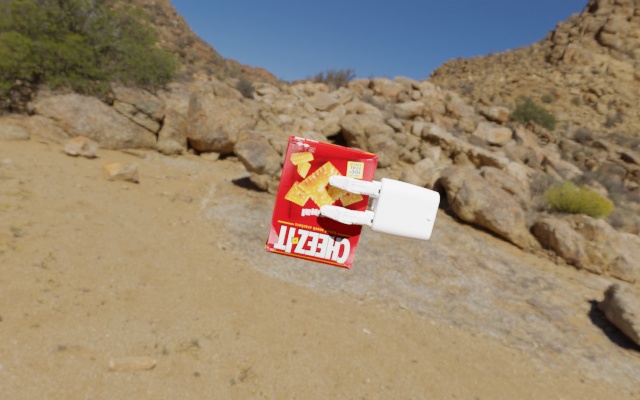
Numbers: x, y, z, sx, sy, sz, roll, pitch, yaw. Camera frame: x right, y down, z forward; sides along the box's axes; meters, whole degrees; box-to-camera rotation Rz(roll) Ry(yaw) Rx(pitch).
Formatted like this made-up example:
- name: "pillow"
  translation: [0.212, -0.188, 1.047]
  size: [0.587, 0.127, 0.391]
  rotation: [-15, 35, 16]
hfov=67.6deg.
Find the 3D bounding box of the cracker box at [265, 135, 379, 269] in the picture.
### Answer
- name: "cracker box"
  translation: [0.000, 0.003, 0.873]
  size: [0.164, 0.214, 0.072]
  rotation: [12, 7, -4]
